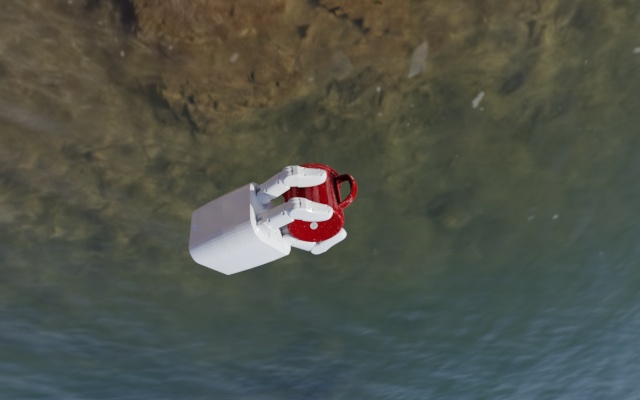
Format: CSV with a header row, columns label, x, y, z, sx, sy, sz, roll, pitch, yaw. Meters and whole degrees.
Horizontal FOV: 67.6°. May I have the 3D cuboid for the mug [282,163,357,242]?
label,x,y,z,sx,sy,sz,roll,pitch,yaw
mug,0.001,0.002,0.691,0.117,0.081,0.093,-23,-43,16
